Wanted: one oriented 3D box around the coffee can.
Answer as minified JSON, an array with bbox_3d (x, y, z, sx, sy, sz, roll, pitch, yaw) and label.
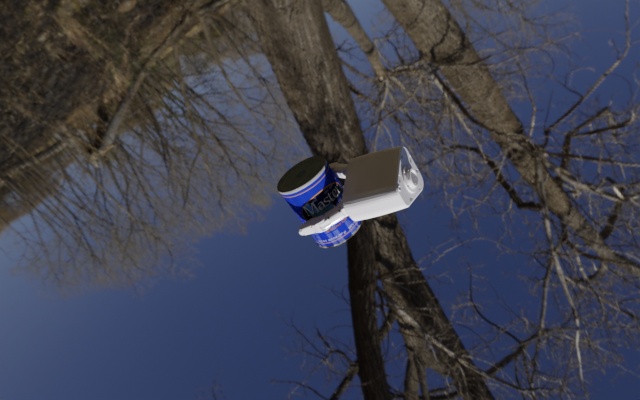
[{"bbox_3d":[0.000,0.003,0.884,0.103,0.140,0.102,-27,27,15],"label":"coffee can"}]
